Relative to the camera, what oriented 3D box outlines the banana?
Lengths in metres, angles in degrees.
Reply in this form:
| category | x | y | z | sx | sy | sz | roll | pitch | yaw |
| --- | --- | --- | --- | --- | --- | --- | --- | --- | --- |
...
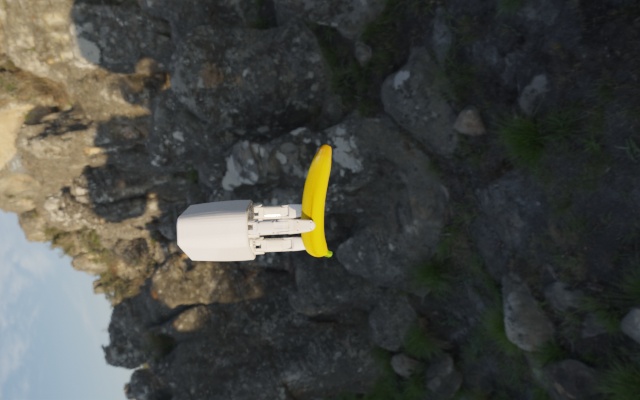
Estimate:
| category | x | y | z | sx | sy | sz | roll | pitch | yaw |
| --- | --- | --- | --- | --- | --- | --- | --- | --- | --- |
| banana | -0.006 | 0.012 | 0.764 | 0.037 | 0.198 | 0.069 | 8 | 22 | 19 |
